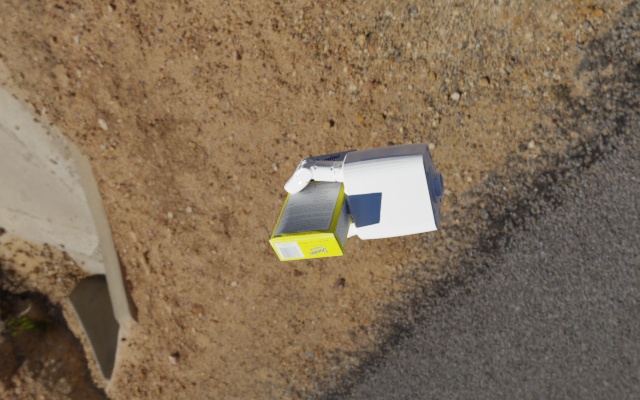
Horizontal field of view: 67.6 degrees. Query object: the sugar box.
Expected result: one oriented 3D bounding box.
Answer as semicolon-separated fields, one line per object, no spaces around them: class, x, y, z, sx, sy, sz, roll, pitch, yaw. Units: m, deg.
sugar box;0.000;0.003;0.664;0.093;0.048;0.176;-7;37;23
